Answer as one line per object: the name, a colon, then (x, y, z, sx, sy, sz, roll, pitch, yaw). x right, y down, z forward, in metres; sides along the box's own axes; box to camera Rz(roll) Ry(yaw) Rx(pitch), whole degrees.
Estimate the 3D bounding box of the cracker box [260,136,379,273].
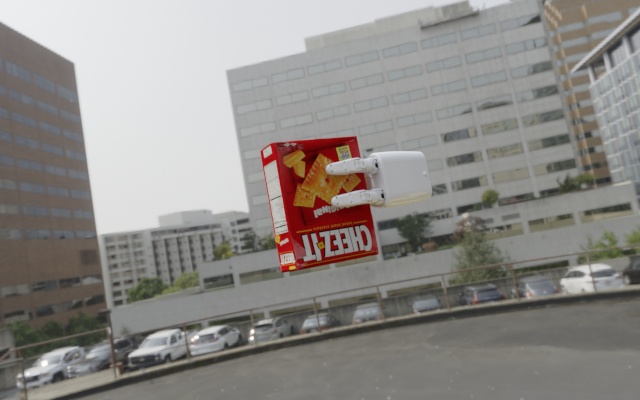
cracker box: (0.000, 0.003, 0.817, 0.164, 0.213, 0.072, -7, -7, -29)
